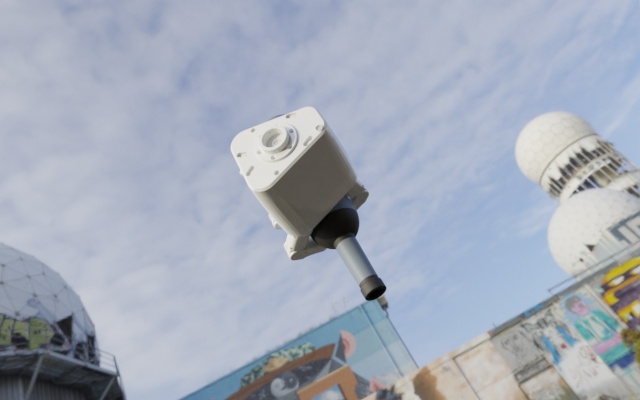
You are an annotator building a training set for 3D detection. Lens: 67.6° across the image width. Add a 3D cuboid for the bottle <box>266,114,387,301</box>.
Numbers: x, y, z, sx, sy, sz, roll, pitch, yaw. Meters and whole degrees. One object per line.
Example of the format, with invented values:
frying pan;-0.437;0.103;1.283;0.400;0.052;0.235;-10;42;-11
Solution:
bottle;0.000;0.002;0.617;0.069;0.069;0.295;0;44;-36
